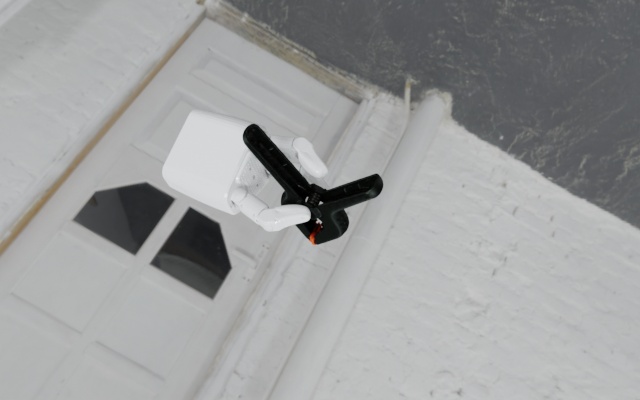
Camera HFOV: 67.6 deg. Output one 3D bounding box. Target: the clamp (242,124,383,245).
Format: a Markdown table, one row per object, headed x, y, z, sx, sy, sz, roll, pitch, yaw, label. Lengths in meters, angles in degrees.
| x | y | z | sx | sy | sz | roll | pitch | yaw | label |
| --- | --- | --- | --- | --- | --- | --- | --- | --- | --- |
| 0.000 | 0.003 | 0.578 | 0.164 | 0.036 | 0.210 | 21 | -27 | 21 | clamp |
